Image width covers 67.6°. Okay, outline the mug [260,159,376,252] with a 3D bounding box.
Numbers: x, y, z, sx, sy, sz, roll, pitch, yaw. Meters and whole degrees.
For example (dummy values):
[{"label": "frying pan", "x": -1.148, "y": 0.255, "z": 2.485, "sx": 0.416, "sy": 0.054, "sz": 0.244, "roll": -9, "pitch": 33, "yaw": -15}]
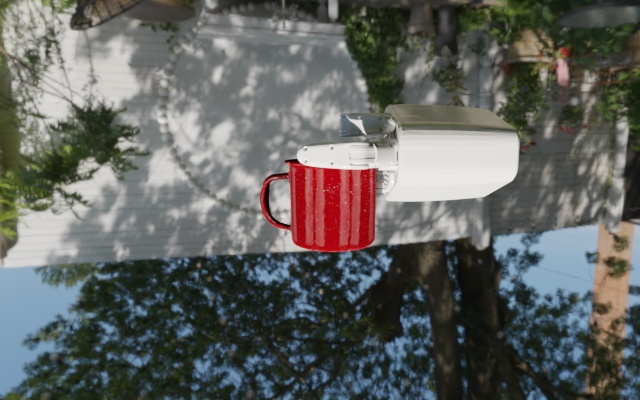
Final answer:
[{"label": "mug", "x": -0.001, "y": 0.002, "z": 0.459, "sx": 0.117, "sy": 0.081, "sz": 0.093, "roll": 0, "pitch": 8, "yaw": 1}]
